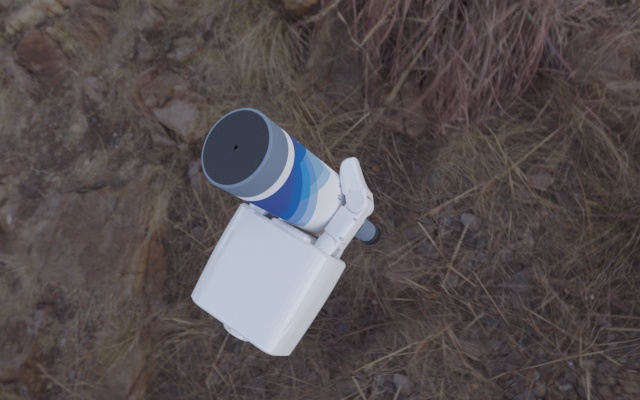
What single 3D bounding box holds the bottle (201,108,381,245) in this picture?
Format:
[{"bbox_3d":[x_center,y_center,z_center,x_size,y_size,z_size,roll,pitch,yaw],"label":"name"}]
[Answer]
[{"bbox_3d":[0.000,0.001,0.490,0.069,0.069,0.296,0,-17,28],"label":"bottle"}]
